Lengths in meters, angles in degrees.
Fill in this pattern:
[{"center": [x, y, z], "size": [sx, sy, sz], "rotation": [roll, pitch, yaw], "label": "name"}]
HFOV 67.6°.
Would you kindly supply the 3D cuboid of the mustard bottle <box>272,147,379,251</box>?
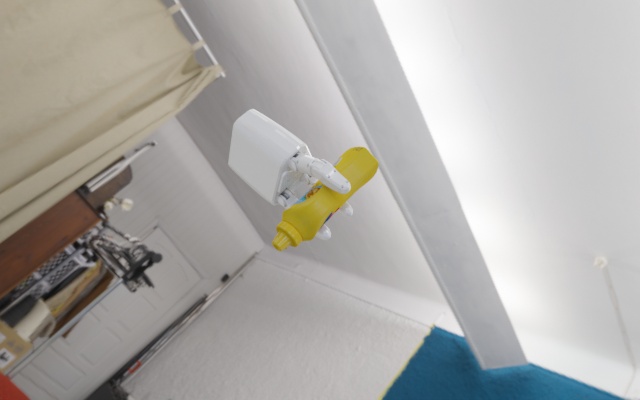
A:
[{"center": [0.001, 0.002, 0.701], "size": [0.191, 0.058, 0.096], "rotation": [-45, 7, -23], "label": "mustard bottle"}]
